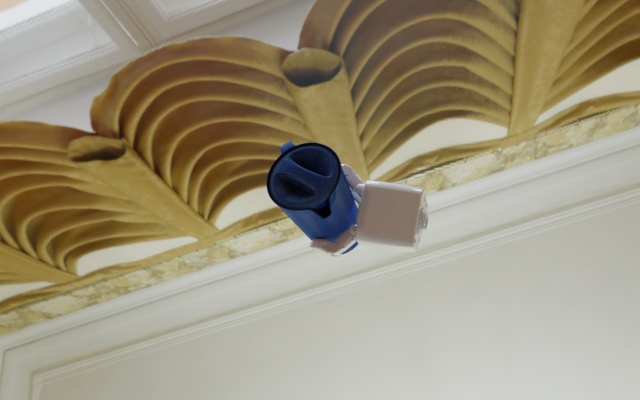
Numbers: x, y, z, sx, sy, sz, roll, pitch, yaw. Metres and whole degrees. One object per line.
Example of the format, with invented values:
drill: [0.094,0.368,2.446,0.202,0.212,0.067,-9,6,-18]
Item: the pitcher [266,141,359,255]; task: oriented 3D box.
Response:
pitcher: [0.000,0.003,0.899,0.145,0.149,0.243,8,-25,22]
